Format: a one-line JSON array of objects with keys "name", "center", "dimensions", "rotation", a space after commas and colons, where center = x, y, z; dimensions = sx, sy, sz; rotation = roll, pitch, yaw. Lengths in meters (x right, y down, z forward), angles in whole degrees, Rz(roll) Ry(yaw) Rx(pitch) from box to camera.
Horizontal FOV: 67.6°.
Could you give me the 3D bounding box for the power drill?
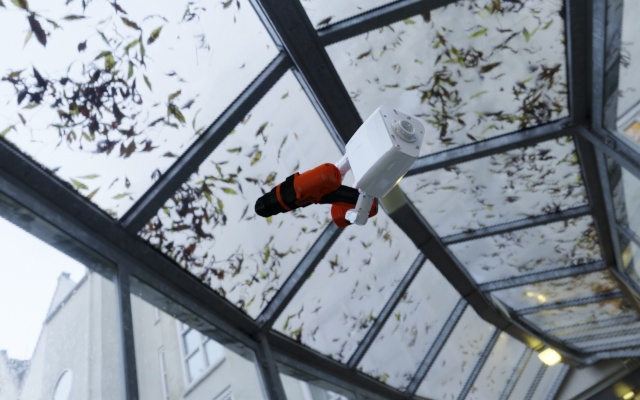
[{"name": "power drill", "center": [0.001, 0.003, 0.855], "dimensions": [0.184, 0.057, 0.188], "rotation": [-22, -25, 36]}]
